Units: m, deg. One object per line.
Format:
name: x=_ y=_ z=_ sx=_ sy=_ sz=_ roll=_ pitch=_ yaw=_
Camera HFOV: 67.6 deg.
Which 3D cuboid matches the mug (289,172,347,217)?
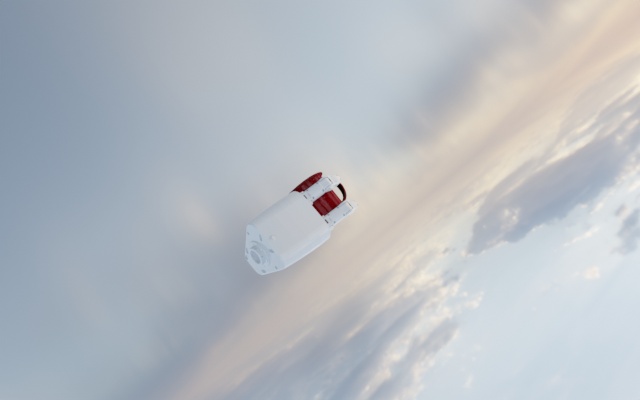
mug: x=0.001 y=0.002 z=0.875 sx=0.117 sy=0.081 sz=0.093 roll=-34 pitch=-10 yaw=-34
